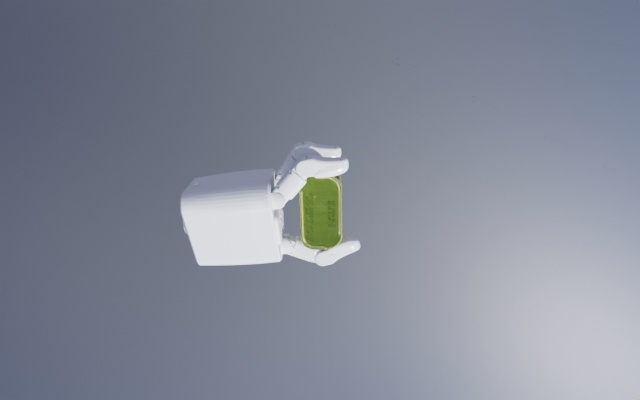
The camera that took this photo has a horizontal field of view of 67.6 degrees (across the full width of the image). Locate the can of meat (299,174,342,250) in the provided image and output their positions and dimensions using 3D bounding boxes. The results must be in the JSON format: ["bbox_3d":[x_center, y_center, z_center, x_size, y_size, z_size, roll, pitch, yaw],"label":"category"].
[{"bbox_3d":[0.000,0.002,0.607,0.057,0.102,0.084,-2,19,0],"label":"can of meat"}]
